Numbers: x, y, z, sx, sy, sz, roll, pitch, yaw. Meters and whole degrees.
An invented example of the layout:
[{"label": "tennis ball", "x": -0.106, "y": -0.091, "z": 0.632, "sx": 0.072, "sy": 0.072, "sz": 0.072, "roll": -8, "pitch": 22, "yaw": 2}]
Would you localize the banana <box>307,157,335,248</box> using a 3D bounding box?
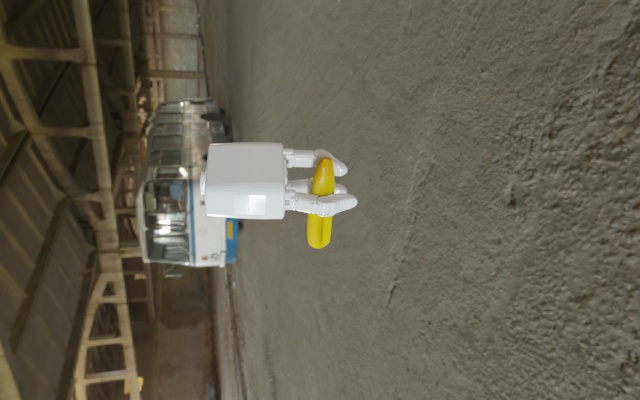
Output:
[{"label": "banana", "x": -0.001, "y": 0.020, "z": 0.710, "sx": 0.037, "sy": 0.069, "sz": 0.198, "roll": 3, "pitch": -34, "yaw": 0}]
